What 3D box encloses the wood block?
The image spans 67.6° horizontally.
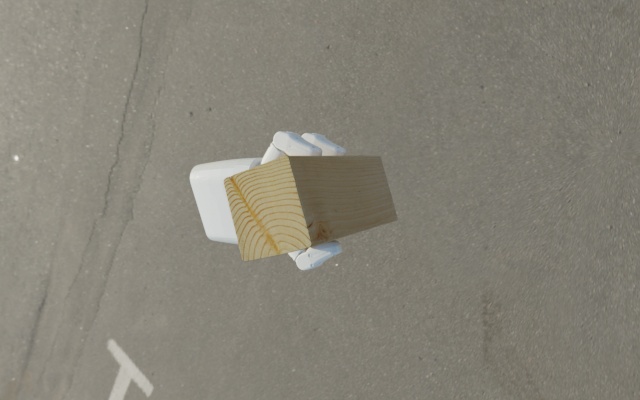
[{"bbox_3d":[0.000,0.002,0.551,0.090,0.091,0.206,-16,-4,32],"label":"wood block"}]
